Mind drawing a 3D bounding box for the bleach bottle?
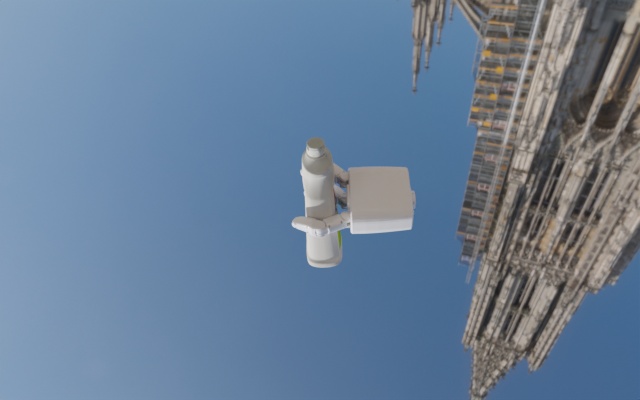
[{"bbox_3d":[0.000,0.003,0.837,0.068,0.102,0.251,-3,-45,2],"label":"bleach bottle"}]
